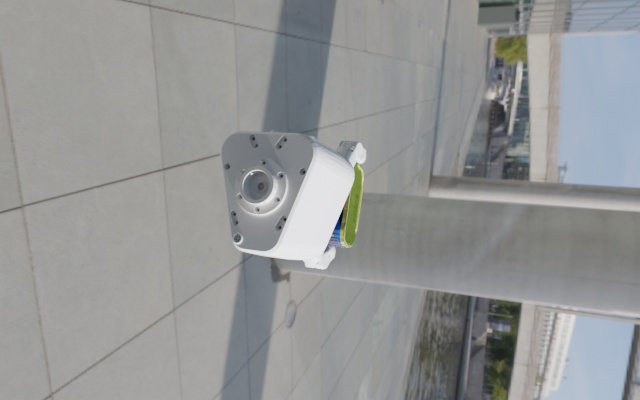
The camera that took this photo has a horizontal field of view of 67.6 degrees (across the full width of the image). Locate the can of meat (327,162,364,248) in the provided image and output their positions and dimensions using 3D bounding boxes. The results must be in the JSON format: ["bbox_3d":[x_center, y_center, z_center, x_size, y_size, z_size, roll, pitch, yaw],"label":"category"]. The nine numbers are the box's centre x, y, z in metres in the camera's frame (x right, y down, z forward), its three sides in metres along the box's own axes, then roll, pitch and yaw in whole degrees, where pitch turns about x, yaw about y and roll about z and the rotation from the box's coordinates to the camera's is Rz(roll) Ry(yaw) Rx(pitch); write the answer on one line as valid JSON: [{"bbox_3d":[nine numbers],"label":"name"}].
[{"bbox_3d":[0.000,0.002,0.552,0.084,0.102,0.057,5,-9,20],"label":"can of meat"}]
